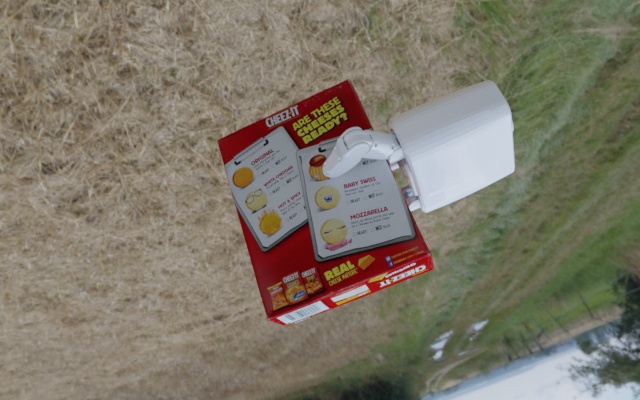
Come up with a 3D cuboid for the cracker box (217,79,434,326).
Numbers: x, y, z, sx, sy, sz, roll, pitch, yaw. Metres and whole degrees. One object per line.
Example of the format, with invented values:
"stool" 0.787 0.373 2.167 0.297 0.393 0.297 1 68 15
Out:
"cracker box" 0.000 0.002 0.503 0.164 0.213 0.072 -23 -26 6
